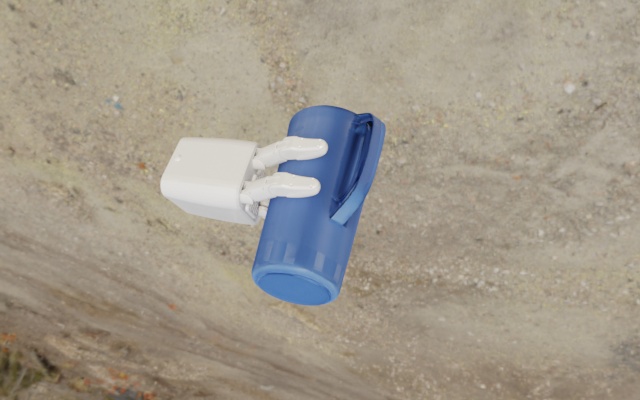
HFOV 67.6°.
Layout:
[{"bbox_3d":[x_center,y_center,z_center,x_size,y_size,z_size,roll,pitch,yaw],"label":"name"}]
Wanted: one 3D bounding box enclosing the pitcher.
[{"bbox_3d":[0.000,0.002,0.614,0.145,0.242,0.149,7,-32,11],"label":"pitcher"}]
